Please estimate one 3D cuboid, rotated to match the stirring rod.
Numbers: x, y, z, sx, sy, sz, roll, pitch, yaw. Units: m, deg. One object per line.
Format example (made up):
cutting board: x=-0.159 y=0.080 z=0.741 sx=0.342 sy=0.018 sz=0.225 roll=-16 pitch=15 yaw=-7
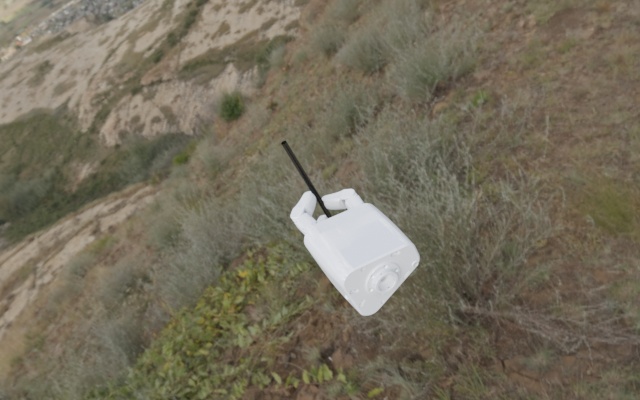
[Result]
stirring rod: x=0.000 y=0.002 z=0.720 sx=0.011 sy=0.011 sz=0.240 roll=0 pitch=-42 yaw=34
